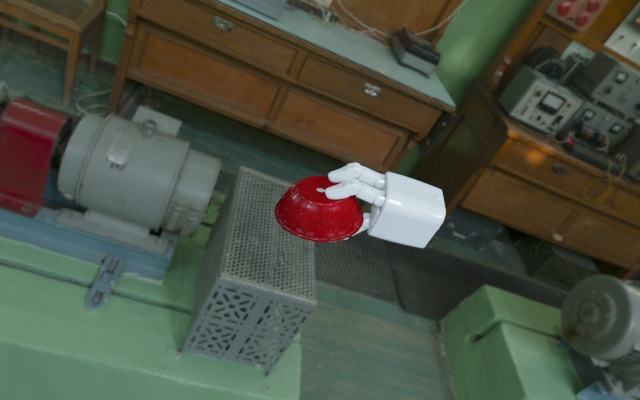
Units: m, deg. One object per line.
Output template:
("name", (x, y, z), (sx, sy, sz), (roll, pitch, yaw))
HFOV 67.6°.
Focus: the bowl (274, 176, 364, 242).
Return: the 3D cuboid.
("bowl", (-0.001, 0.002, 0.844), (0.162, 0.055, 0.162), (4, 34, -3))
